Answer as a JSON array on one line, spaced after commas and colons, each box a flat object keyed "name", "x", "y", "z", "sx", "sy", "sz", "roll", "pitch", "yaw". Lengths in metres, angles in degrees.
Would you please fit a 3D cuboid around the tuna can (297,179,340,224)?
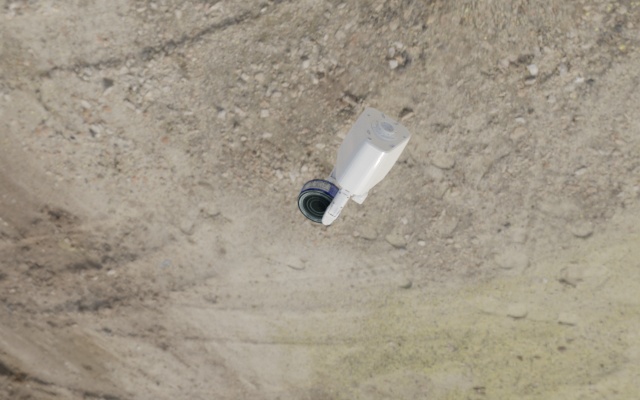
[{"name": "tuna can", "x": 0.000, "y": 0.003, "z": 0.897, "sx": 0.086, "sy": 0.086, "sz": 0.033, "roll": 0, "pitch": 40, "yaw": 24}]
